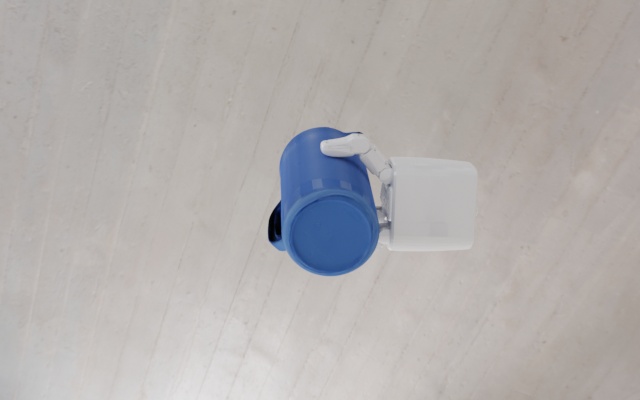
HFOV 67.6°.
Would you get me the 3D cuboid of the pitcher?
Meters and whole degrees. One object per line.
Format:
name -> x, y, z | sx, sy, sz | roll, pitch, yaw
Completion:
pitcher -> 0.000, 0.002, 0.627 | 0.145, 0.149, 0.242 | 2, 22, -3
